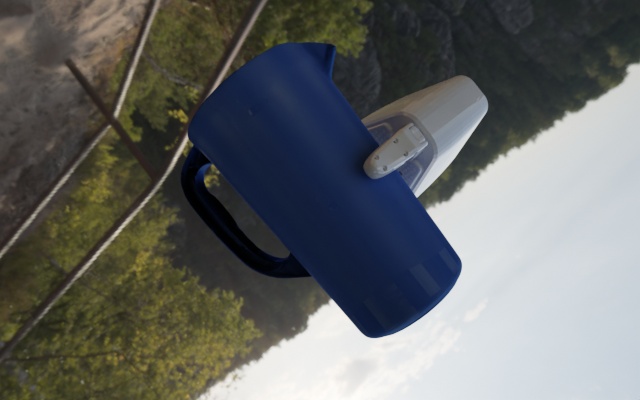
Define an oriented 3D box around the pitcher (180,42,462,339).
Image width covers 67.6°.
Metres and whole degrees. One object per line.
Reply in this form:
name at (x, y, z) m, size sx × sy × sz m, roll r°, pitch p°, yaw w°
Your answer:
pitcher at (0.000, 0.001, 0.421) m, size 0.145 × 0.243 × 0.149 m, roll -37°, pitch -2°, yaw -34°
